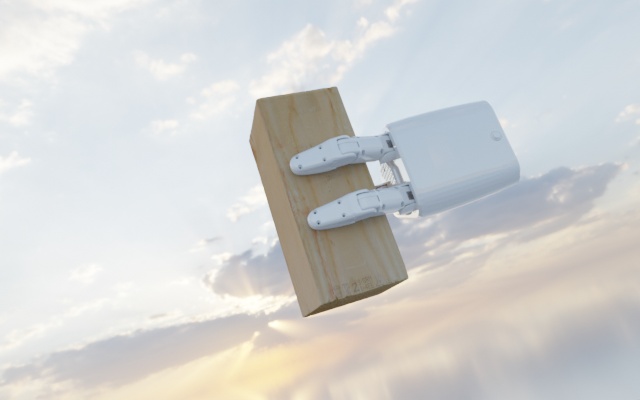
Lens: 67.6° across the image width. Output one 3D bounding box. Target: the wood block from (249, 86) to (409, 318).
[{"bbox_3d":[0.000,0.001,0.486,0.090,0.206,0.091,-13,-17,-17],"label":"wood block"}]
